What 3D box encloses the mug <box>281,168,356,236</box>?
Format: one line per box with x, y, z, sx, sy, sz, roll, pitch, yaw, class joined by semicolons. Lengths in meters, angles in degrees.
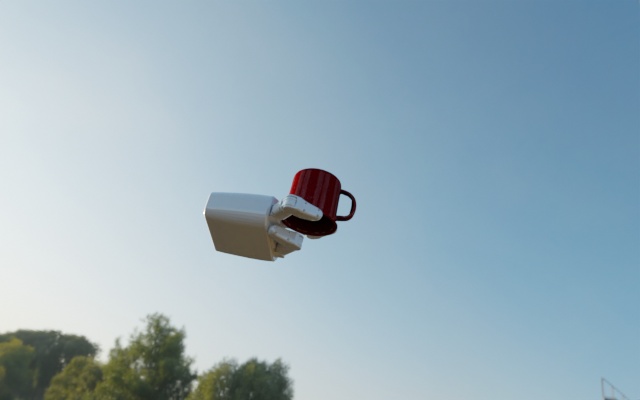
0.002;0.002;0.772;0.117;0.081;0.093;6;-29;10;mug
